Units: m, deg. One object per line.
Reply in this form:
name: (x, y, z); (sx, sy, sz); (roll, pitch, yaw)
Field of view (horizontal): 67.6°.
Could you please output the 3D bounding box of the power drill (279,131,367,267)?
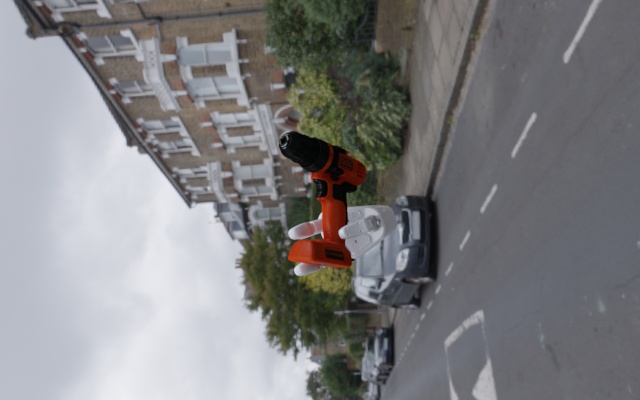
power drill: (0.000, 0.003, 0.722); (0.057, 0.187, 0.184); (-4, -15, 42)
